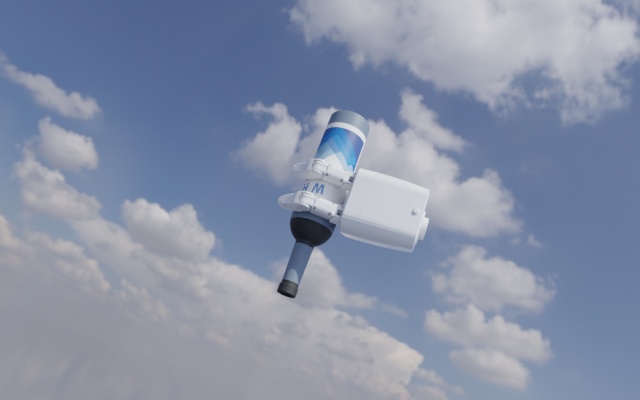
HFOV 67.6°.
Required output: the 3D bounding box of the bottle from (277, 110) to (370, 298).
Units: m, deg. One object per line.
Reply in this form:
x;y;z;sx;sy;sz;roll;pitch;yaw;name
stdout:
0.000;0.002;0.711;0.069;0.295;0.069;17;-23;8;bottle
